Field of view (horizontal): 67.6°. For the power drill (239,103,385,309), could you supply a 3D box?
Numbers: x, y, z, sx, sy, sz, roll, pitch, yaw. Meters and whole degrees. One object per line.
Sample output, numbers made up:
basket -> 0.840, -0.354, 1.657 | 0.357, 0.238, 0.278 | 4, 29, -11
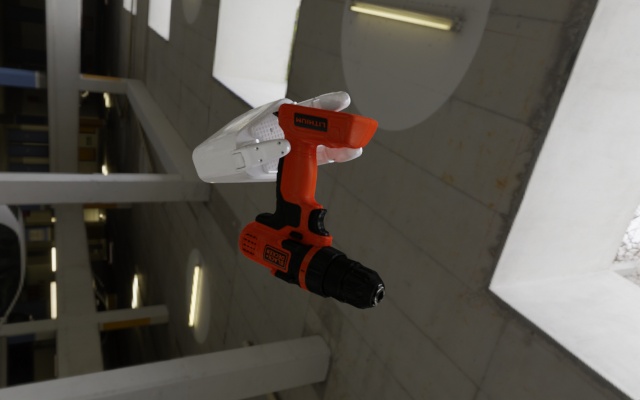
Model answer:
power drill -> 0.000, 0.001, 0.494 | 0.184, 0.188, 0.057 | 18, 10, 33
